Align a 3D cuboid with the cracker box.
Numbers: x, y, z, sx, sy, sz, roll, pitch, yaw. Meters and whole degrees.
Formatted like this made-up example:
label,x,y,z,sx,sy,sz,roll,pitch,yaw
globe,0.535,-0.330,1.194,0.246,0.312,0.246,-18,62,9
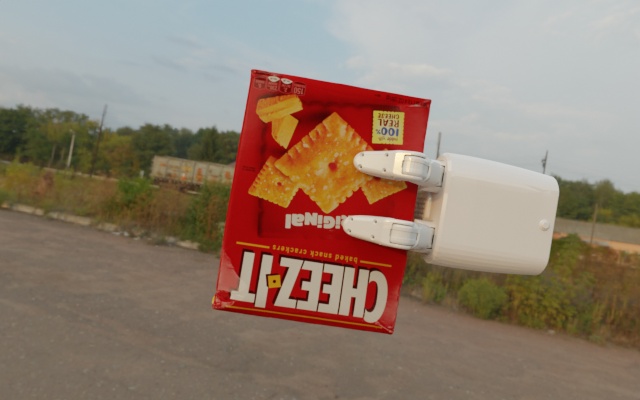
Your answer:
label,x,y,z,sx,sy,sz,roll,pitch,yaw
cracker box,0.000,0.001,0.440,0.164,0.213,0.072,9,-1,-6
